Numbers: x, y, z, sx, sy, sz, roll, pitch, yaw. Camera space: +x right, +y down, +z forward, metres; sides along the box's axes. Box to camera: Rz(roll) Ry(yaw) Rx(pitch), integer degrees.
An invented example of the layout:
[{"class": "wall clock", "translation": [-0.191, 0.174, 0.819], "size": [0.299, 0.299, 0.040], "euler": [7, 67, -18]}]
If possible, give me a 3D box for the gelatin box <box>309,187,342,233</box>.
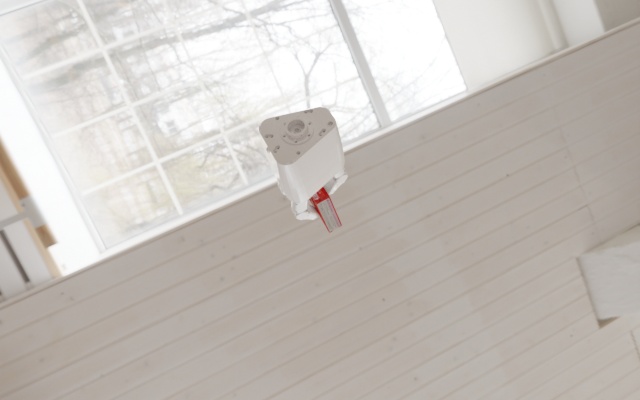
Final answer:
[{"class": "gelatin box", "translation": [0.001, 0.003, 0.840], "size": [0.030, 0.073, 0.089], "euler": [-30, -42, -3]}]
